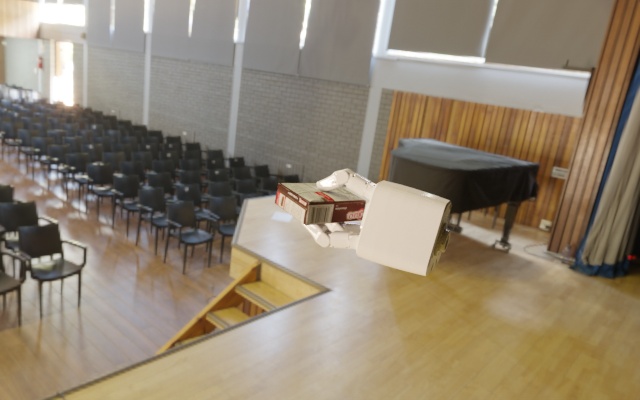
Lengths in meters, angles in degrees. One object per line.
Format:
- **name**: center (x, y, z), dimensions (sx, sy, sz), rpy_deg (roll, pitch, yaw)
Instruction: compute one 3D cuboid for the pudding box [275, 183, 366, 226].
- **pudding box**: center (0.000, 0.002, 0.742), dimensions (0.113, 0.039, 0.090), rpy_deg (-1, 20, -37)
